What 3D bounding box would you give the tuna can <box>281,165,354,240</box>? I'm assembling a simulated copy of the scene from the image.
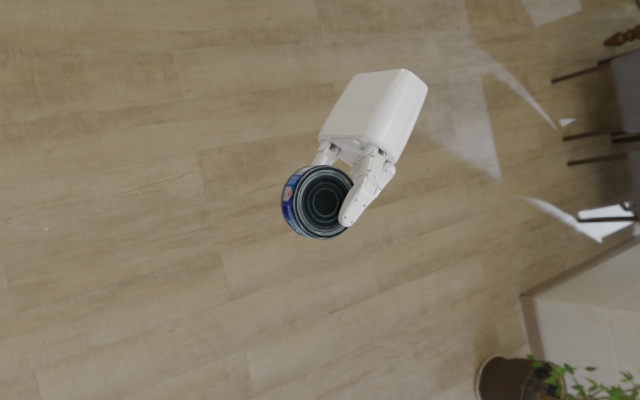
[{"bbox_3d":[0.000,0.002,0.547,0.086,0.086,0.034,0,2,-27],"label":"tuna can"}]
